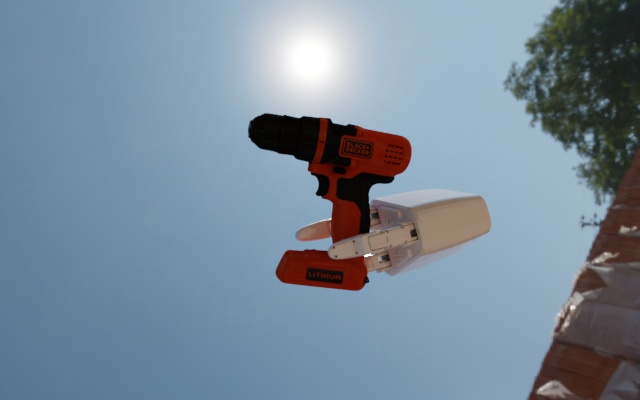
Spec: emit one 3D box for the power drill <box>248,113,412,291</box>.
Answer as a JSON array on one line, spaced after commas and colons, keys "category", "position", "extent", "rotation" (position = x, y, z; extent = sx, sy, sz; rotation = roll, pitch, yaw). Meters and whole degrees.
[{"category": "power drill", "position": [0.000, 0.002, 0.540], "extent": [0.184, 0.188, 0.057], "rotation": [9, 10, -8]}]
